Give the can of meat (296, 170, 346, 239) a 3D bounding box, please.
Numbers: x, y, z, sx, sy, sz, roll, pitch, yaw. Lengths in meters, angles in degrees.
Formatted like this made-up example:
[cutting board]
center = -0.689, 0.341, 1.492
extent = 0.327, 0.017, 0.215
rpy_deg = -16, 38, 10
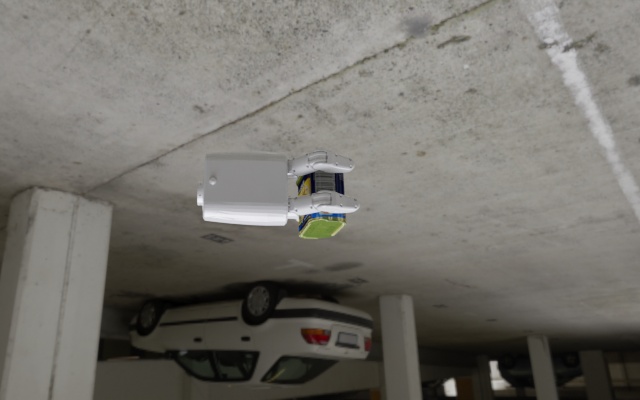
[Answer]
[can of meat]
center = 0.000, 0.003, 0.669
extent = 0.057, 0.084, 0.102
rpy_deg = 3, -19, -13
